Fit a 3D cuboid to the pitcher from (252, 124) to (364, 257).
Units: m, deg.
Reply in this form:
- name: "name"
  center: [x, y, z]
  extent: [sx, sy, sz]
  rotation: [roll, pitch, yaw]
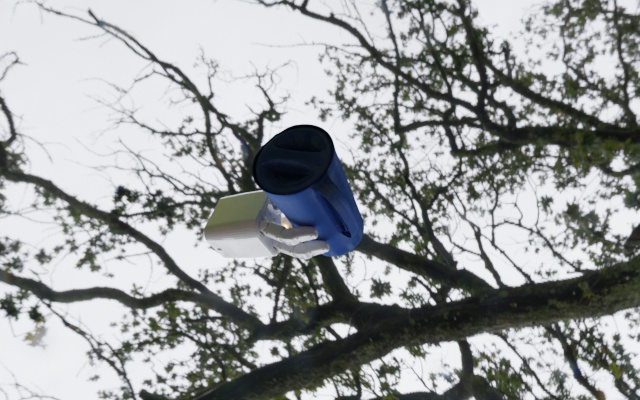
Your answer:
- name: "pitcher"
  center: [0.000, 0.003, 0.799]
  extent: [0.145, 0.149, 0.243]
  rotation: [-8, -35, 18]
